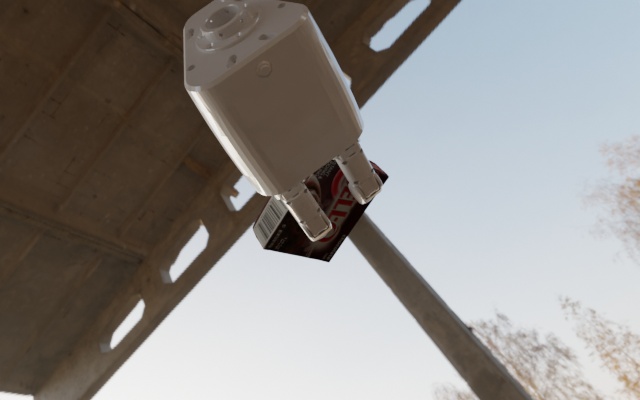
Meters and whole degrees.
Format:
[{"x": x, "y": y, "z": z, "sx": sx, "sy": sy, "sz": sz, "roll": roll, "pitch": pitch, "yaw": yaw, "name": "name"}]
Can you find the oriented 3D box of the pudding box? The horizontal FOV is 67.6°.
[{"x": 0.000, "y": 0.001, "z": 0.459, "sx": 0.090, "sy": 0.113, "sz": 0.039, "roll": 18, "pitch": 24, "yaw": -43, "name": "pudding box"}]
